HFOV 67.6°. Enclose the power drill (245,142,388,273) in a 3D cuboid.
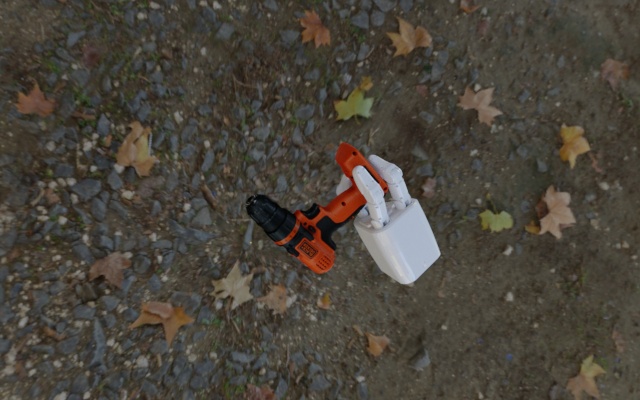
[{"bbox_3d":[0.001,0.002,0.739,0.184,0.187,0.057,44,0,-34],"label":"power drill"}]
